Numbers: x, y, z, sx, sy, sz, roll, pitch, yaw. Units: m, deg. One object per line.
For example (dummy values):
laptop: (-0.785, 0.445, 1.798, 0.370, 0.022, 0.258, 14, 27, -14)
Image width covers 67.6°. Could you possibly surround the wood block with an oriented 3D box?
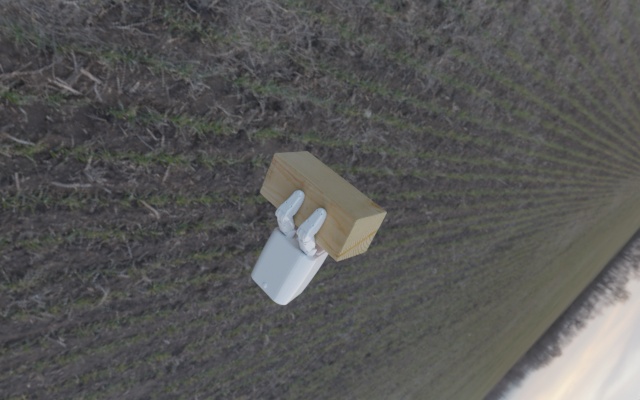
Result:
wood block: (0.000, 0.003, 0.846, 0.206, 0.090, 0.091, 40, 29, 29)
